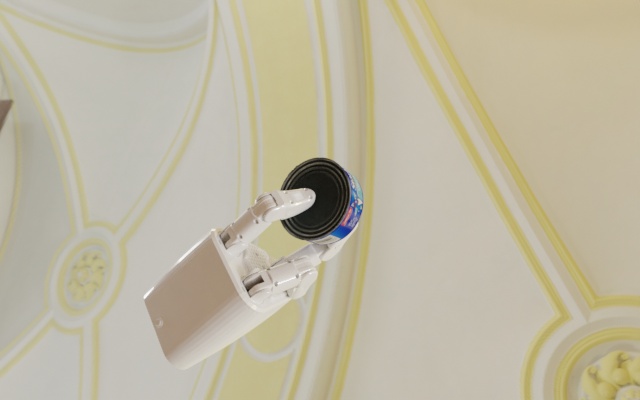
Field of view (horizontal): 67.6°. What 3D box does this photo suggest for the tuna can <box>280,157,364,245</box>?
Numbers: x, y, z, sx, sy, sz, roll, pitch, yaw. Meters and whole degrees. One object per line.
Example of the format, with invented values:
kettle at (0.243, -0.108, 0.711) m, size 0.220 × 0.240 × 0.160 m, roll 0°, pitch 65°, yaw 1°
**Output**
tuna can at (0.000, 0.002, 0.488) m, size 0.086 × 0.086 × 0.034 m, roll 0°, pitch -14°, yaw 32°
